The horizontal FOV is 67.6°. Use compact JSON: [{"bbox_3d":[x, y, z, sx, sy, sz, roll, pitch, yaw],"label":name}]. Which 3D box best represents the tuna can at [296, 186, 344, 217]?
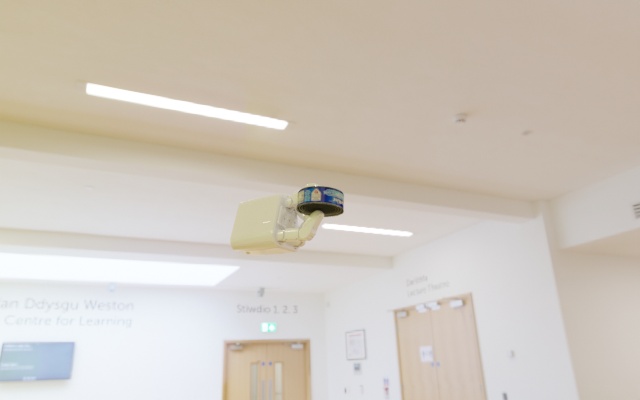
[{"bbox_3d":[0.000,0.002,0.859,0.086,0.033,0.086,3,-18,1],"label":"tuna can"}]
